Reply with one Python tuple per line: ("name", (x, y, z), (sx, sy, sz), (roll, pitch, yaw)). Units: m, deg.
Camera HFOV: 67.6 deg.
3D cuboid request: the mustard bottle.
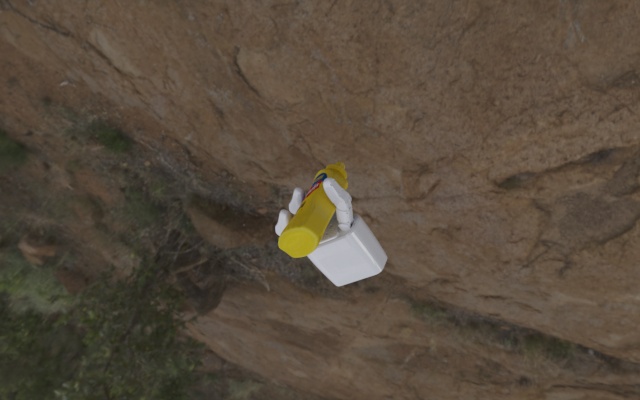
("mustard bottle", (0.000, 0.003, 0.805), (0.058, 0.191, 0.096), (35, -37, -8))
